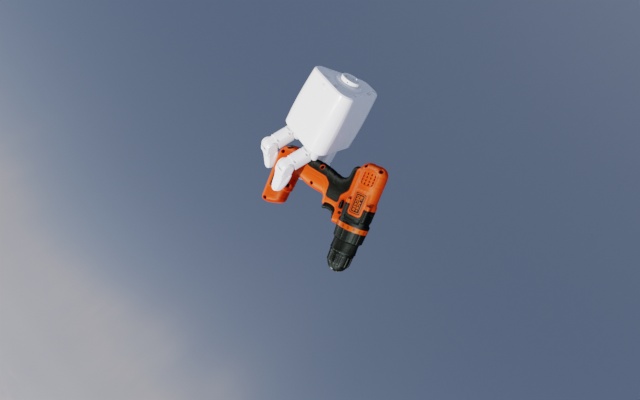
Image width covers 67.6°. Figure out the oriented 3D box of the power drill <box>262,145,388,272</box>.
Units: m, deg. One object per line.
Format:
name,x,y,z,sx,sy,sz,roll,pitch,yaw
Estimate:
power drill,0.000,0.002,0.789,0.187,0.184,0.057,25,7,19
